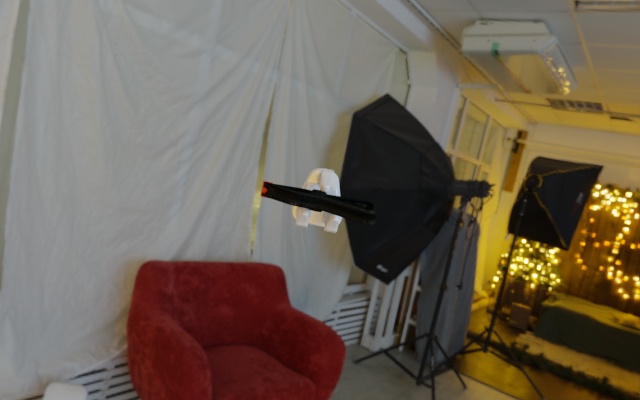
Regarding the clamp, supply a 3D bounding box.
[{"bbox_3d":[0.000,0.002,0.822,0.210,0.036,0.164,12,6,-3],"label":"clamp"}]
